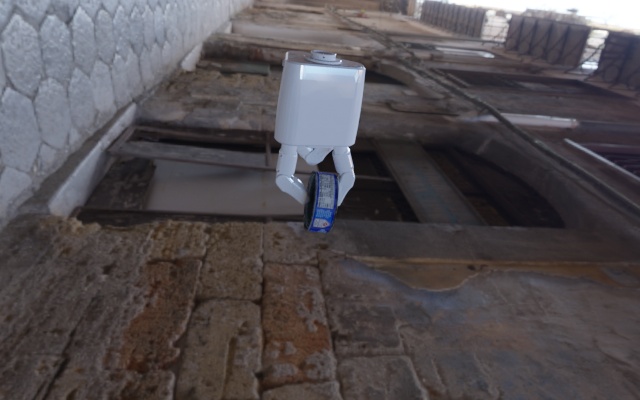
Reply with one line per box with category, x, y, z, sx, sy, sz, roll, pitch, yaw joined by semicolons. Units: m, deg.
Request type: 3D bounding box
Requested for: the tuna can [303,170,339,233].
tuna can;0.001;0.002;0.676;0.034;0.086;0.086;7;-1;-10
